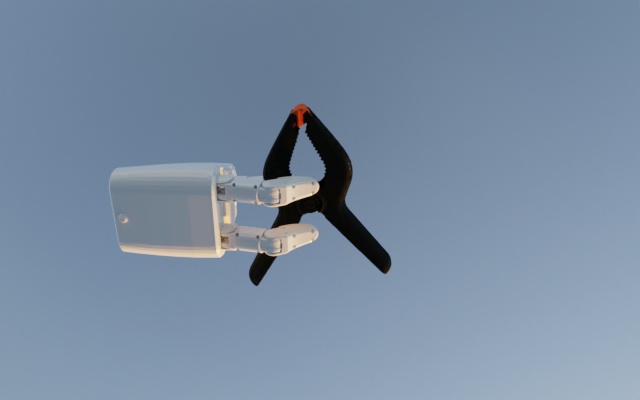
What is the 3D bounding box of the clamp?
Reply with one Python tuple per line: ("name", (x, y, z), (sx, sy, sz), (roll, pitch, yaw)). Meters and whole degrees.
("clamp", (0.000, 0.001, 0.521), (0.164, 0.210, 0.036), (0, 23, -1))
